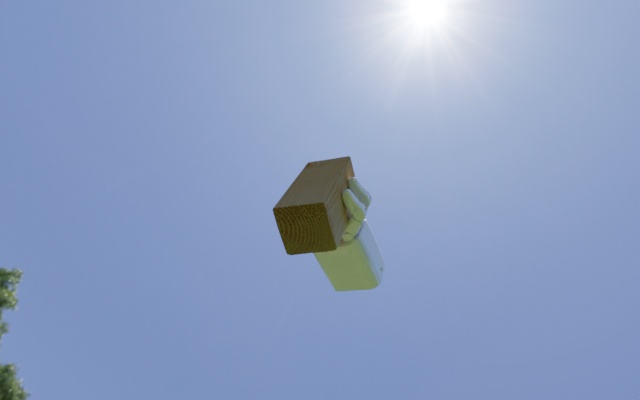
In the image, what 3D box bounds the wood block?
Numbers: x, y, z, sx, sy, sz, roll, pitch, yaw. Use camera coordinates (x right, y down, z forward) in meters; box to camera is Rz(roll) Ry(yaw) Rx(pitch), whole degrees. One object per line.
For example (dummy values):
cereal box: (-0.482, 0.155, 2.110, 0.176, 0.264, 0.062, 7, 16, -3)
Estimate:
wood block: (0.000, 0.003, 0.850, 0.091, 0.090, 0.206, -8, 23, 19)
